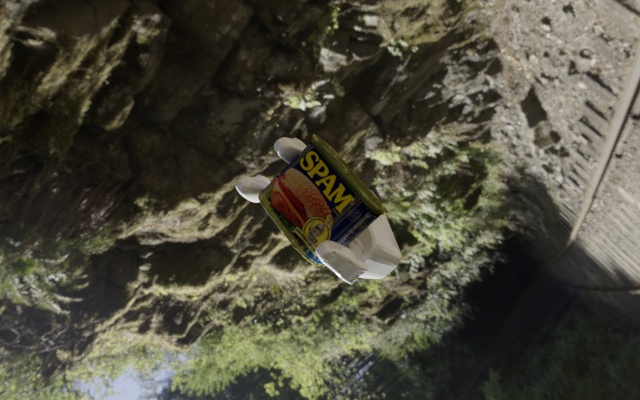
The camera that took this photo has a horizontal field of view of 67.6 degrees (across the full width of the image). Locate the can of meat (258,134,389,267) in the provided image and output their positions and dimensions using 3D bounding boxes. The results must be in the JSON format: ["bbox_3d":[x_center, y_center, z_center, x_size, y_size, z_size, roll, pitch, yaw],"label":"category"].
[{"bbox_3d":[0.000,0.002,0.465,0.084,0.102,0.057,-44,-24,11],"label":"can of meat"}]
